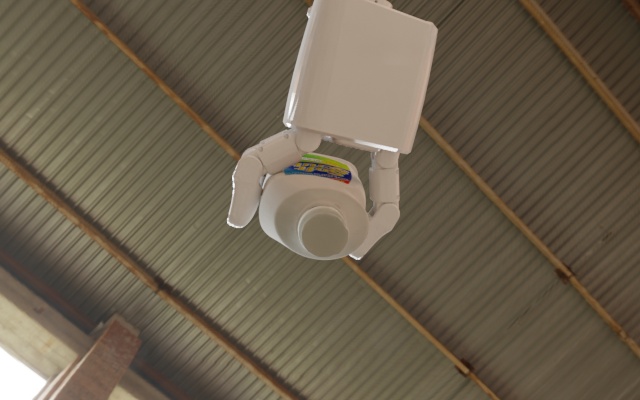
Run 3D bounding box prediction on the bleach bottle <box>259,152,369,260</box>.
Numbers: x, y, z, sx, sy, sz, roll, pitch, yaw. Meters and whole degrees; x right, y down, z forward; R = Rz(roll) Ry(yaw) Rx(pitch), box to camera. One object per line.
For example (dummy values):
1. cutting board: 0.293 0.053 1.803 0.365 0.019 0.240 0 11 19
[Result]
1. bleach bottle: 0.000 0.001 0.412 0.102 0.068 0.250 11 9 -7
